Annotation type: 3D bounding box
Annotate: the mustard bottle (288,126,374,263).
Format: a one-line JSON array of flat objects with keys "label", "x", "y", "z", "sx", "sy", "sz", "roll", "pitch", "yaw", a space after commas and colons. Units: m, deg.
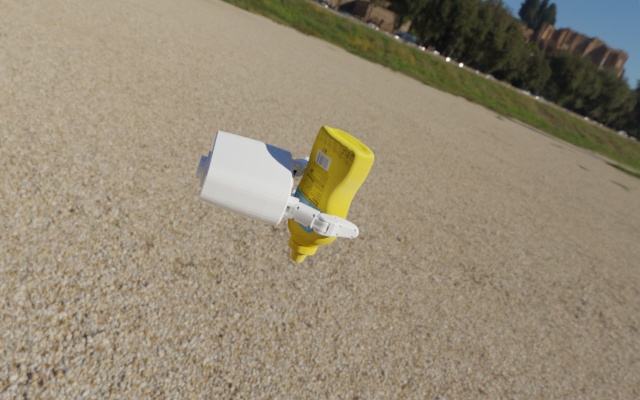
[{"label": "mustard bottle", "x": 0.000, "y": 0.002, "z": 0.655, "sx": 0.058, "sy": 0.192, "sz": 0.096, "roll": 7, "pitch": 25, "yaw": -39}]
